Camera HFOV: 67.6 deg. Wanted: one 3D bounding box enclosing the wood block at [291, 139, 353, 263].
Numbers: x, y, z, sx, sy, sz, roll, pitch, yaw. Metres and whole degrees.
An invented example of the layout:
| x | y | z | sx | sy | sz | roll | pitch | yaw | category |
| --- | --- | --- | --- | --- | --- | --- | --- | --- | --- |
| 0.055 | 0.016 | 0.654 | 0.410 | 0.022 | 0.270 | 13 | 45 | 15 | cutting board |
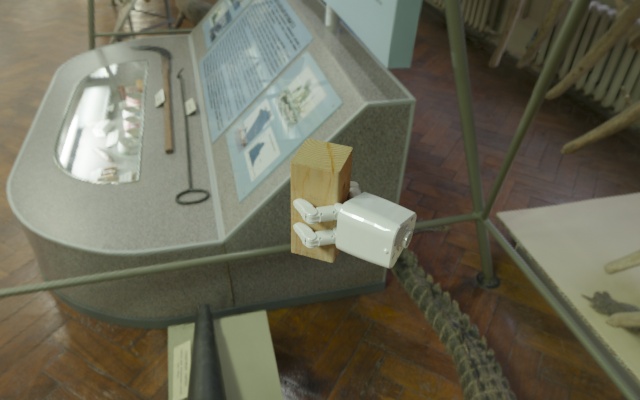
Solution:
| x | y | z | sx | sy | sz | roll | pitch | yaw | category |
| --- | --- | --- | --- | --- | --- | --- | --- | --- | --- |
| 0.001 | 0.003 | 0.885 | 0.090 | 0.206 | 0.090 | 13 | 38 | 13 | wood block |
